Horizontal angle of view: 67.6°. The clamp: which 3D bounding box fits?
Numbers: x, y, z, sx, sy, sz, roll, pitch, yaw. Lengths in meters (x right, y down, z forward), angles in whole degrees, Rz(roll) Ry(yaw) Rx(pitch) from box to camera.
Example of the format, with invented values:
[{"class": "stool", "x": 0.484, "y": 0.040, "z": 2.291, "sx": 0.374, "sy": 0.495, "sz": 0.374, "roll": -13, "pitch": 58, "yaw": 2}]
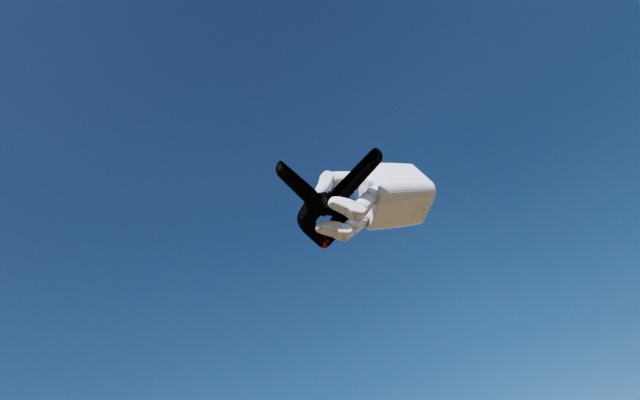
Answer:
[{"class": "clamp", "x": 0.000, "y": 0.002, "z": 0.773, "sx": 0.164, "sy": 0.210, "sz": 0.036, "roll": -3, "pitch": 46, "yaw": -17}]
